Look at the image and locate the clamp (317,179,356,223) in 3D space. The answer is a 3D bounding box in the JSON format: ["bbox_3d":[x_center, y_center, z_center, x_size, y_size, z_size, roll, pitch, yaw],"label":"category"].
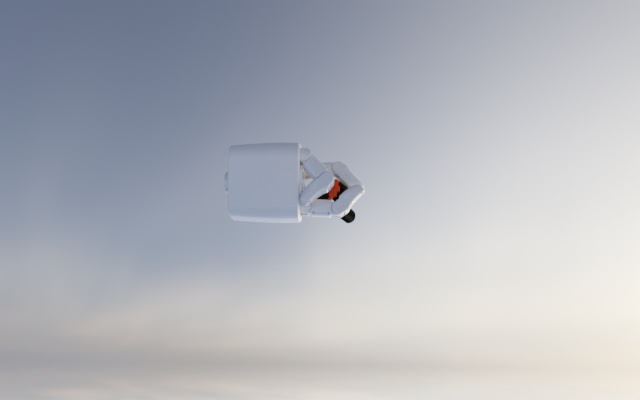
[{"bbox_3d":[0.000,0.003,0.787,0.120,0.039,0.171,0,-19,2],"label":"clamp"}]
